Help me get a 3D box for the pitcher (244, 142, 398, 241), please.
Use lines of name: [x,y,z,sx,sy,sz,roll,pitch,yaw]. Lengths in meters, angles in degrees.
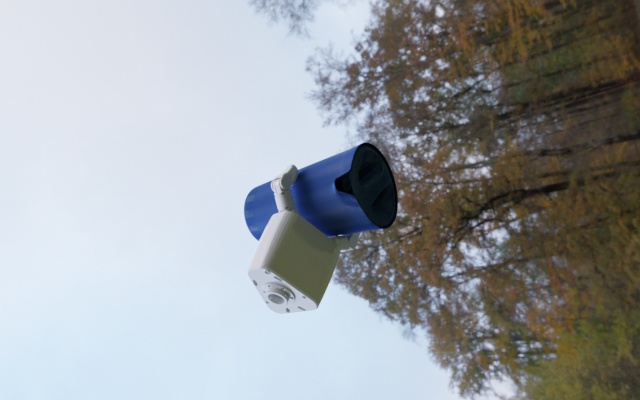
pitcher: [0.000,0.003,0.788,0.243,0.145,0.149,-15,-54,35]
